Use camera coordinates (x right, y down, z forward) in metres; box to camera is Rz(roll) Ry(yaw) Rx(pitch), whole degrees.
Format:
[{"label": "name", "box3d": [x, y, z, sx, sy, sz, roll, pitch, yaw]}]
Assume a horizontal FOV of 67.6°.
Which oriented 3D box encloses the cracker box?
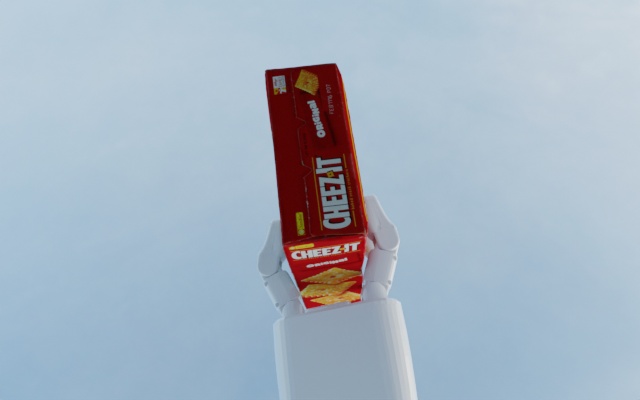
[{"label": "cracker box", "box3d": [0.000, 0.002, 0.466, 0.072, 0.164, 0.214, -8, -25, -1]}]
